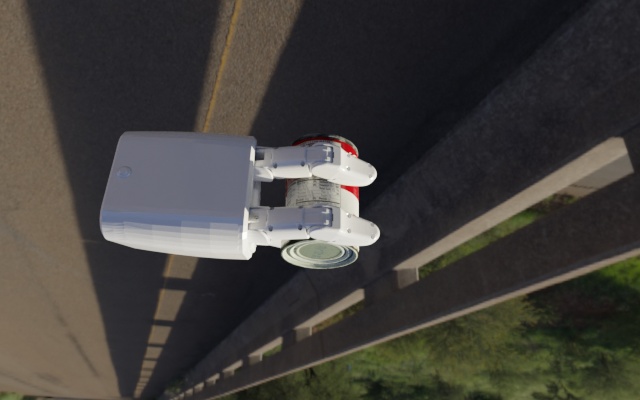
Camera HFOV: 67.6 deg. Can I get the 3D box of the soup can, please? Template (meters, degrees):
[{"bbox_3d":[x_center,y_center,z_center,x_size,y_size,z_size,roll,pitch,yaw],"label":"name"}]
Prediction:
[{"bbox_3d":[0.001,0.002,0.423,0.068,0.102,0.068,1,-28,1],"label":"soup can"}]
